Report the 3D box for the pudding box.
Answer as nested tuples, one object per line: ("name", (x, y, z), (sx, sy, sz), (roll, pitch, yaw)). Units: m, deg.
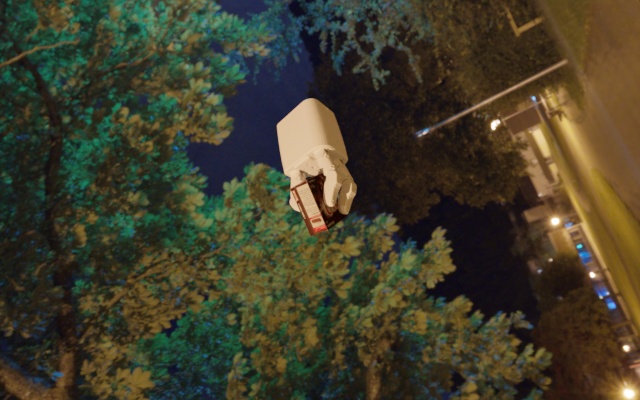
("pudding box", (0.000, 0.003, 0.822), (0.039, 0.090, 0.113), (-23, 3, 25))
